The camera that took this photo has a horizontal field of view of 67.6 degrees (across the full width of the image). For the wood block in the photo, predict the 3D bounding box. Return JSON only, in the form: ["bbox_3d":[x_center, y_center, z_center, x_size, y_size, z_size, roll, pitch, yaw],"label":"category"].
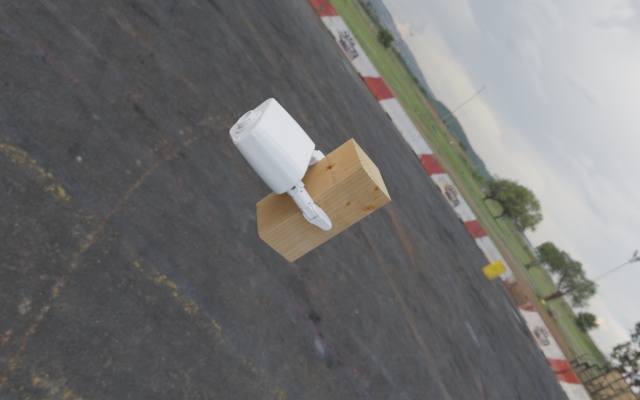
[{"bbox_3d":[0.000,0.003,0.806,0.206,0.090,0.090,-33,-53,17],"label":"wood block"}]
